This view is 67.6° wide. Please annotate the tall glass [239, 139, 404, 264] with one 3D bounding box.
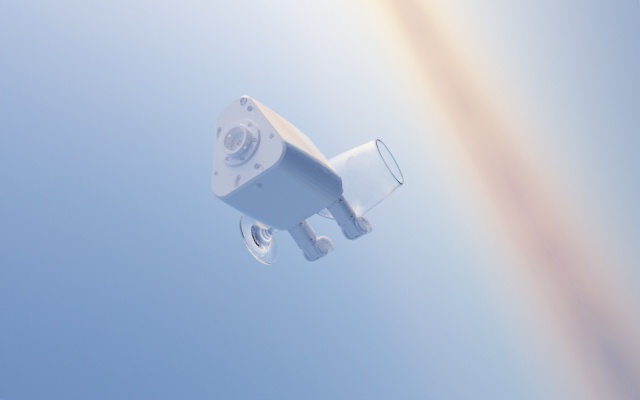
[{"bbox_3d":[0.000,0.002,0.586,0.201,0.079,0.079,-30,-11,20],"label":"tall glass"}]
